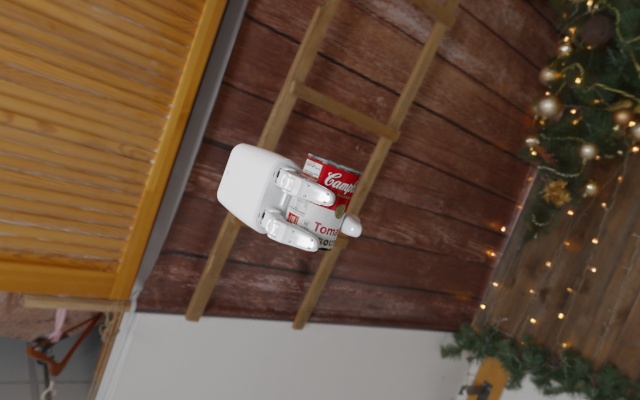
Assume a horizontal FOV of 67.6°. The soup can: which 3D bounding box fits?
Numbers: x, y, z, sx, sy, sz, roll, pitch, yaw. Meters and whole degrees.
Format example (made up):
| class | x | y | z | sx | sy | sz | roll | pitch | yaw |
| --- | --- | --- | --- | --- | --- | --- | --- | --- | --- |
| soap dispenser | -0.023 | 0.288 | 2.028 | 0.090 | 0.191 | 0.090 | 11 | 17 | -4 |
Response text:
| class | x | y | z | sx | sy | sz | roll | pitch | yaw |
| --- | --- | --- | --- | --- | --- | --- | --- | --- | --- |
| soup can | 0.000 | 0.002 | 0.578 | 0.068 | 0.102 | 0.068 | 20 | 6 | -2 |
